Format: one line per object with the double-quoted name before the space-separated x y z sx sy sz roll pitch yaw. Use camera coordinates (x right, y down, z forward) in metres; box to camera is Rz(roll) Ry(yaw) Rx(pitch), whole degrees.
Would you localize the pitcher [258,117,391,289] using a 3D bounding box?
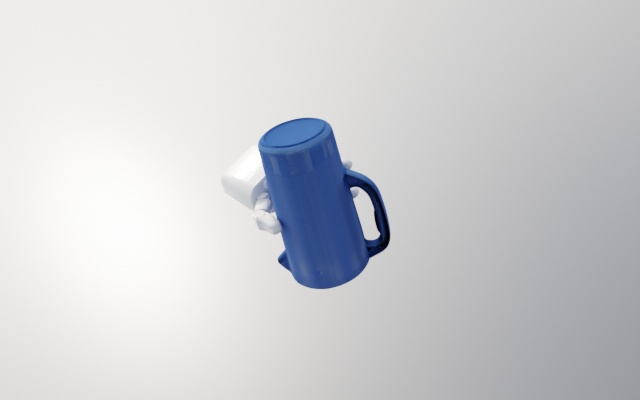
"pitcher" 0.000 0.002 0.720 0.149 0.243 0.145 -33 36 -27
